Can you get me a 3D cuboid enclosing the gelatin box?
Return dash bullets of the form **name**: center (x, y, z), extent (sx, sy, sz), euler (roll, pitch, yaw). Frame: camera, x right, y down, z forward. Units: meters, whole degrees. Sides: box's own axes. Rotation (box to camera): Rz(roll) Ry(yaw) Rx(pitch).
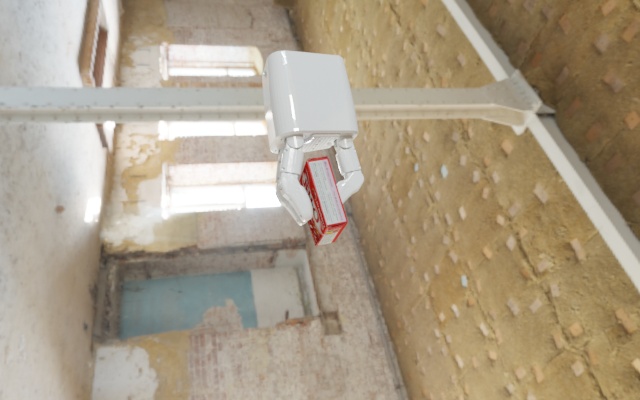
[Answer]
- **gelatin box**: center (0.001, 0.002, 0.578), extent (0.030, 0.089, 0.073), euler (-12, -19, -16)
